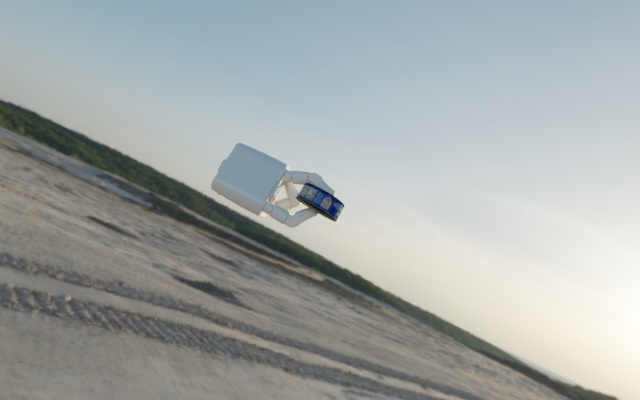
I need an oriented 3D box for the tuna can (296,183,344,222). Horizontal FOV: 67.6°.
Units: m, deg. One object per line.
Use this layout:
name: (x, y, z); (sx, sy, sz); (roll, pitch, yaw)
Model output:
tuna can: (0.000, 0.002, 0.867); (0.086, 0.033, 0.086); (30, -7, 4)
